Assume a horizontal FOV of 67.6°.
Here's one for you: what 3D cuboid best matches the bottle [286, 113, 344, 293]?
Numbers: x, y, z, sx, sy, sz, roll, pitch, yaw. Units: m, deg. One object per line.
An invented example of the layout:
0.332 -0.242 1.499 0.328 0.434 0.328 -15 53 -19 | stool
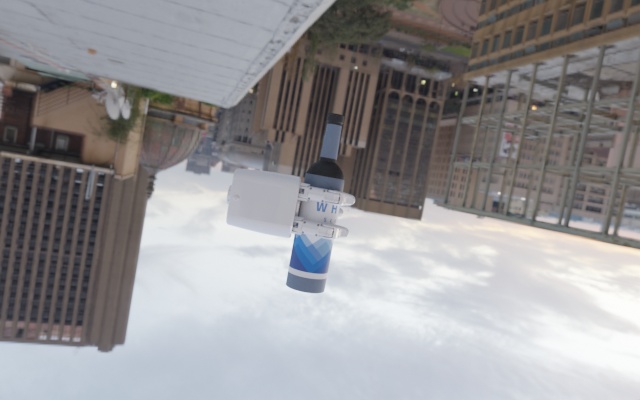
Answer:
0.000 0.003 0.798 0.069 0.296 0.069 10 3 -1 | bottle
